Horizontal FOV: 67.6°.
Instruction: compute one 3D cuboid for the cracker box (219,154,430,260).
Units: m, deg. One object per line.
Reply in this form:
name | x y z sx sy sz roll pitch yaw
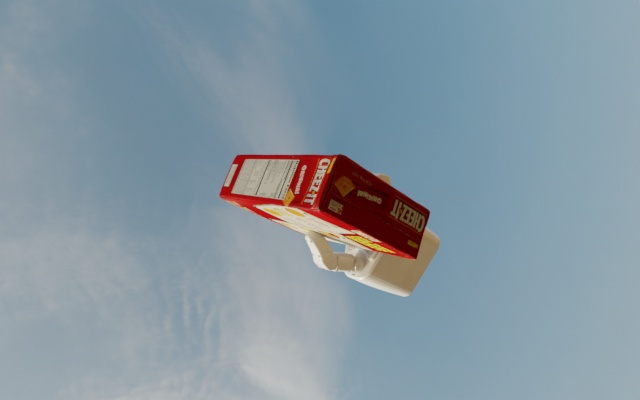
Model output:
cracker box | 0.000 0.002 0.594 0.164 0.072 0.213 27 -13 -37
